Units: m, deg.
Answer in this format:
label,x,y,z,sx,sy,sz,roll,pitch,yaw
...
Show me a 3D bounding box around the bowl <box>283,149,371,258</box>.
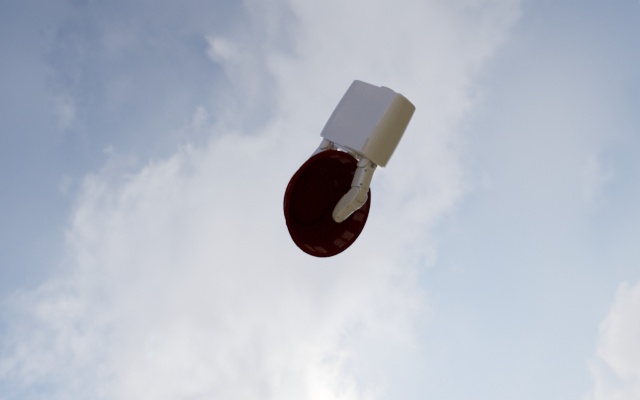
label,x,y,z,sx,sy,sz,roll,pitch,yaw
bowl,-0.001,0.003,0.721,0.162,0.162,0.055,0,8,-38
